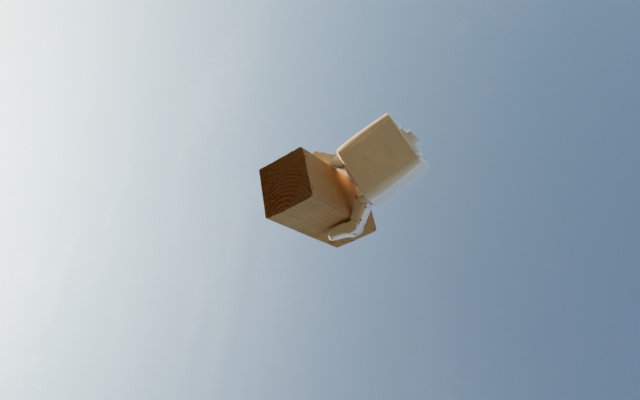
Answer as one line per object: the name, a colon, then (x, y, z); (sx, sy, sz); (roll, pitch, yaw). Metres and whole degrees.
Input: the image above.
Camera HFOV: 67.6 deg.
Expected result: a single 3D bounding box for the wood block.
wood block: (0.001, 0.003, 0.801); (0.090, 0.090, 0.206); (-26, -30, 25)
